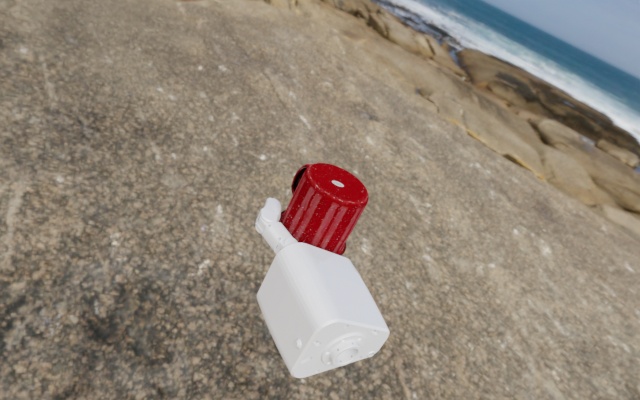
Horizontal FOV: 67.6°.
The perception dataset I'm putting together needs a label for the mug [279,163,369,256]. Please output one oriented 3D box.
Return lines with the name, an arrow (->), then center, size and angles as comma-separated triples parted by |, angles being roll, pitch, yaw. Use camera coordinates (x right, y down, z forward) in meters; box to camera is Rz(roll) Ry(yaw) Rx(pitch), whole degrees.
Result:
mug -> 0.000, 0.001, 0.577 | 0.093, 0.081, 0.117 | 3, 37, -36
